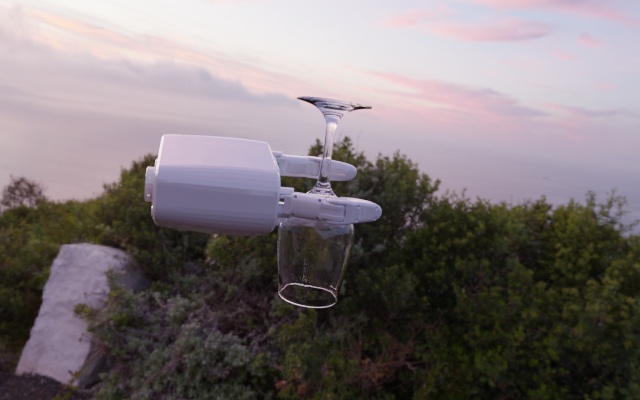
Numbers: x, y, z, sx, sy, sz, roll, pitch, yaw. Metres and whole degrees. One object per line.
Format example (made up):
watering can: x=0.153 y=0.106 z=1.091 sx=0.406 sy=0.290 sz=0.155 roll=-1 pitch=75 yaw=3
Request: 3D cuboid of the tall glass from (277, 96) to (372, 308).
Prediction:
tall glass: x=0.000 y=0.001 z=0.479 sx=0.079 sy=0.201 sz=0.079 roll=7 pitch=9 yaw=-1
